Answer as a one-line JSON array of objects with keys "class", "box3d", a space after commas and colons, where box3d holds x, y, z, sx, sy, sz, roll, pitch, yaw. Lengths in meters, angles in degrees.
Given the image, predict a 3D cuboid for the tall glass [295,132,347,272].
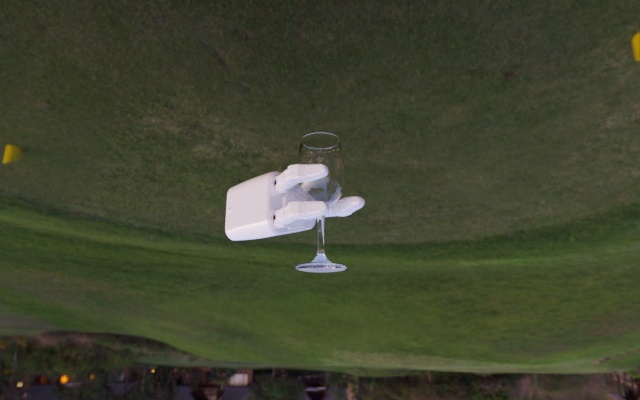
[{"class": "tall glass", "box3d": [0.000, 0.003, 0.713, 0.079, 0.201, 0.079, 0, -17, 0]}]
